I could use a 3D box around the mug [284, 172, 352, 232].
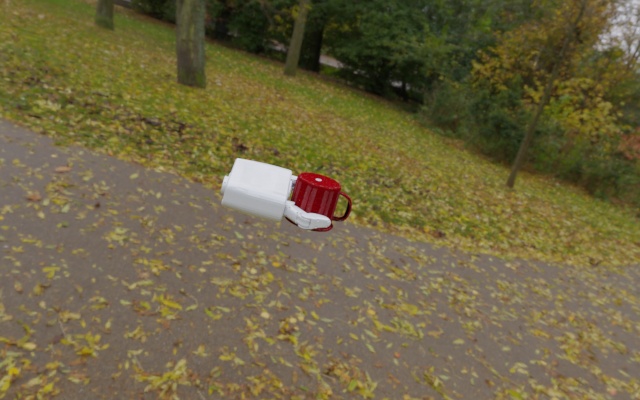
[{"bbox_3d":[0.002,0.003,0.861,0.117,0.081,0.093,14,17,-7],"label":"mug"}]
